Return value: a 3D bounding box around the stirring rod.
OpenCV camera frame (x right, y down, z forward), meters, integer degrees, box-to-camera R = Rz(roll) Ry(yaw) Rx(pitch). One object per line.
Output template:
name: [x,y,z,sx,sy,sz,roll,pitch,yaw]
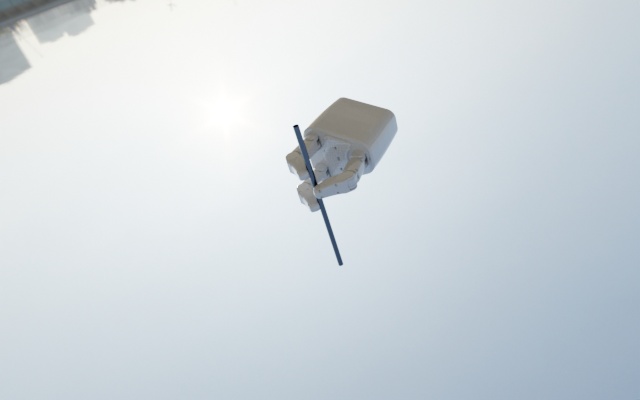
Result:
stirring rod: [0.000,0.002,0.660,0.011,0.240,0.011,-12,34,9]
